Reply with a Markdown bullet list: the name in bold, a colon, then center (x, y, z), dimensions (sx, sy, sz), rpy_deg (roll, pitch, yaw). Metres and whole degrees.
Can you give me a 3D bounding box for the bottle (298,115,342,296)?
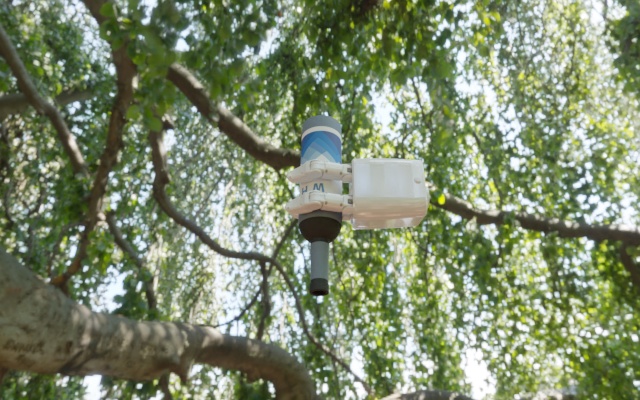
- **bottle**: center (0.000, 0.002, 0.737), dimensions (0.069, 0.295, 0.069), rpy_deg (1, -31, 0)
